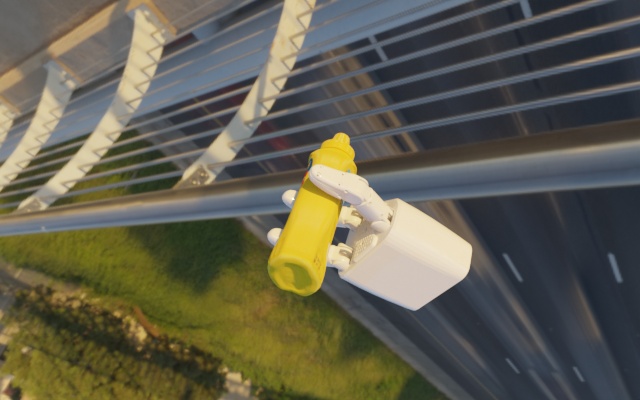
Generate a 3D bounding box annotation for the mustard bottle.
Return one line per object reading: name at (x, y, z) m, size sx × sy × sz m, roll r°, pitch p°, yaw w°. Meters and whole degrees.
mustard bottle at (0.000, 0.002, 0.527) m, size 0.058 × 0.191 × 0.096 m, roll 16°, pitch -31°, yaw 6°
